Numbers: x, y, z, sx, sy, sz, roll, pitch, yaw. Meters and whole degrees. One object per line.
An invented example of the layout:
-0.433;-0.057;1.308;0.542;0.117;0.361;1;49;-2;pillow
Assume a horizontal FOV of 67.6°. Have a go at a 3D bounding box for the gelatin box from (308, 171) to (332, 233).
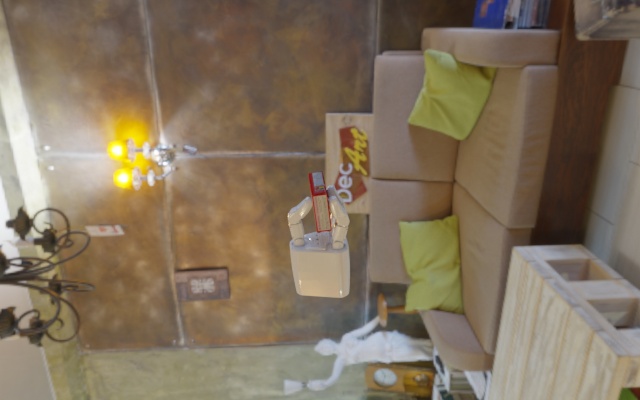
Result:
0.000;0.003;0.879;0.030;0.089;0.073;-9;36;0;gelatin box
